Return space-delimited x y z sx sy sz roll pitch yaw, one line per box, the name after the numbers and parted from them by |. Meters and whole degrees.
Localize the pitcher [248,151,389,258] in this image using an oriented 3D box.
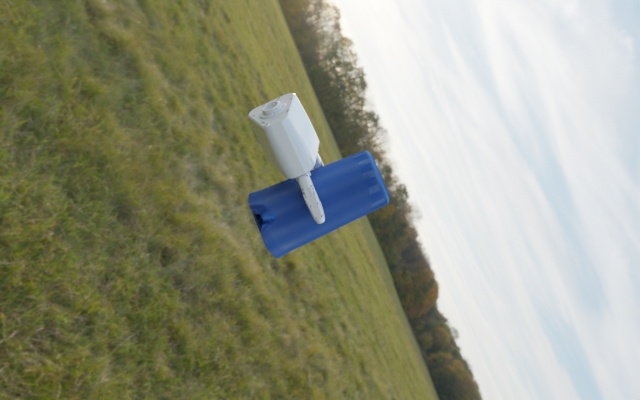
0.000 0.003 0.899 0.243 0.145 0.149 -23 34 5 | pitcher
